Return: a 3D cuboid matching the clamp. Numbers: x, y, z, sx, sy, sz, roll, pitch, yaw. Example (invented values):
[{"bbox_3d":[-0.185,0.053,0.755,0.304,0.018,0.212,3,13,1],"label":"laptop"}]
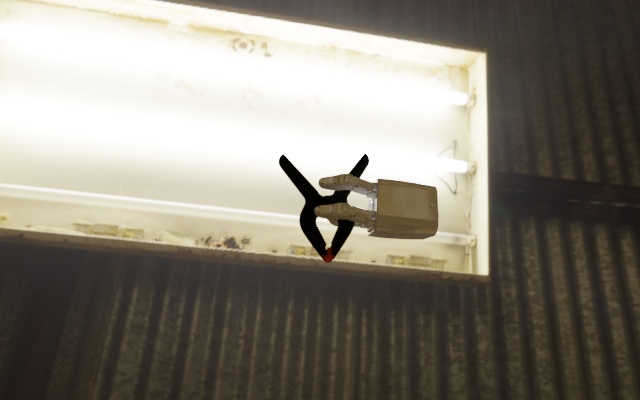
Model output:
[{"bbox_3d":[0.000,0.004,0.829,0.164,0.210,0.036,5,-26,1],"label":"clamp"}]
